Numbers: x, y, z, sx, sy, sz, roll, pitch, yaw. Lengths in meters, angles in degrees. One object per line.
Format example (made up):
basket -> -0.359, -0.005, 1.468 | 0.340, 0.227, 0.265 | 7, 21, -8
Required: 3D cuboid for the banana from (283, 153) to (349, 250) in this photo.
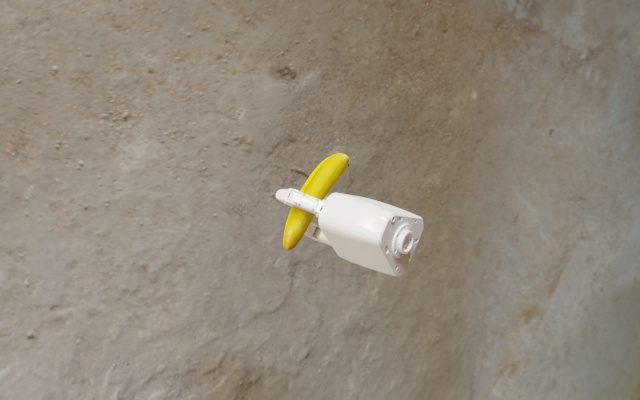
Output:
banana -> -0.002, -0.012, 0.744 | 0.037, 0.197, 0.070 | 19, -33, 29
